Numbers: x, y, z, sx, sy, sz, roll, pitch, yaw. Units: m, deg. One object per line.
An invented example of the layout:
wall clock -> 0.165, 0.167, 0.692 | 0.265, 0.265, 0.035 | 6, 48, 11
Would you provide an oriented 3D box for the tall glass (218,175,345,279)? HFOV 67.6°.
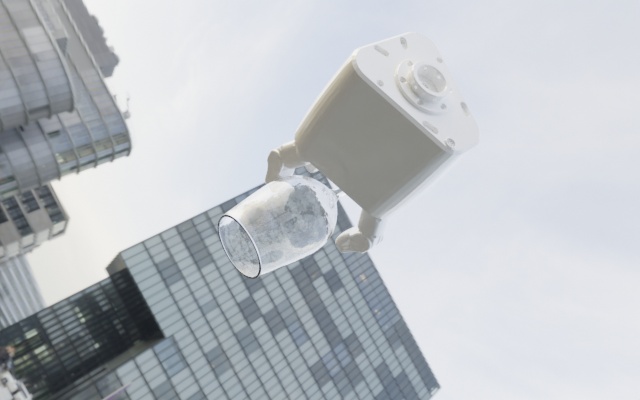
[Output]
tall glass -> 0.001, 0.001, 0.470 | 0.201, 0.079, 0.079 | -29, 17, -35
